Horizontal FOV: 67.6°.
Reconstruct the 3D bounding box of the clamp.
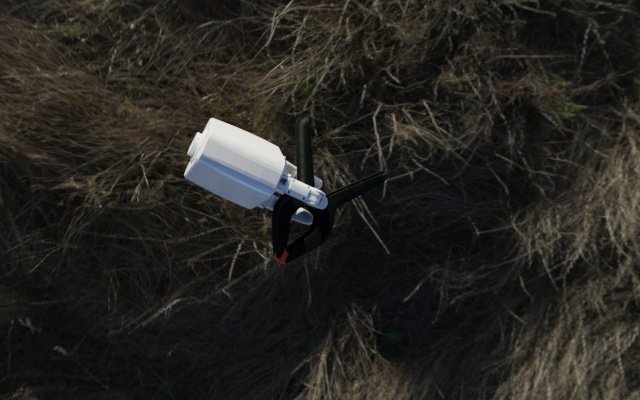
[{"bbox_3d":[0.000,0.003,0.707,0.164,0.210,0.036,25,-5,-18],"label":"clamp"}]
